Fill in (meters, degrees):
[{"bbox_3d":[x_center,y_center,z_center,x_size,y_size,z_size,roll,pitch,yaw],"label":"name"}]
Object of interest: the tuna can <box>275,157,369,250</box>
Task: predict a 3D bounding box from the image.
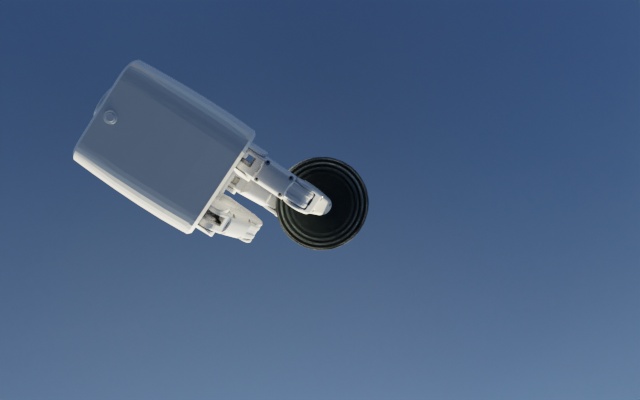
[{"bbox_3d":[0.000,0.001,0.450,0.086,0.086,0.033,0,7,-7],"label":"tuna can"}]
